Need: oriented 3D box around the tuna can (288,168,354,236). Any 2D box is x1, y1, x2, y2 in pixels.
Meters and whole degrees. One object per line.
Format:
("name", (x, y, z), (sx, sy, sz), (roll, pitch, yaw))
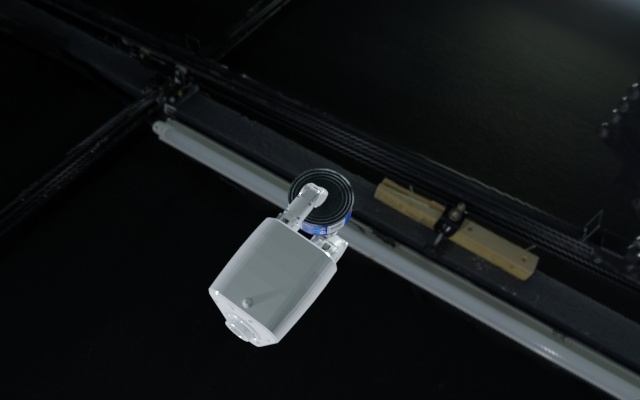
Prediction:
("tuna can", (0.000, 0.002, 0.626), (0.086, 0.086, 0.034), (0, -29, -2))
